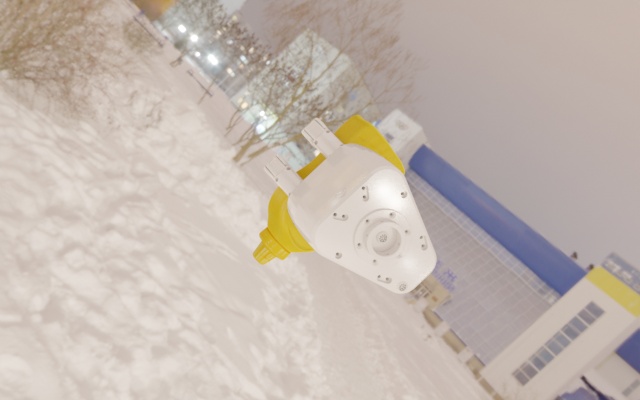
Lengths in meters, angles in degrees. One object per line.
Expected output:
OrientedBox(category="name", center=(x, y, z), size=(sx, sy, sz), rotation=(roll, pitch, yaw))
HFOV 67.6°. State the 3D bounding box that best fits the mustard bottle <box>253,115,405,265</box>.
OrientedBox(category="mustard bottle", center=(0.000, 0.001, 0.532), size=(0.096, 0.191, 0.058), rotation=(46, 1, -43))
